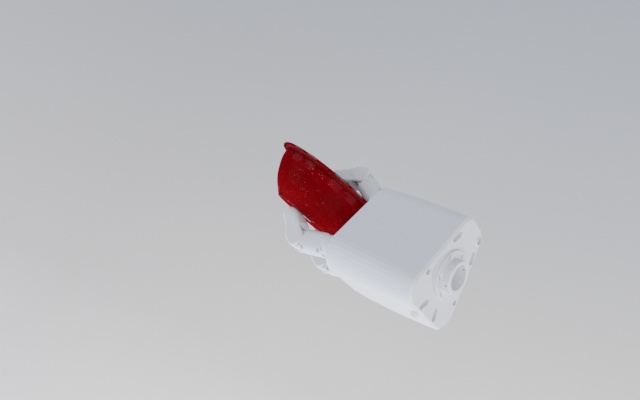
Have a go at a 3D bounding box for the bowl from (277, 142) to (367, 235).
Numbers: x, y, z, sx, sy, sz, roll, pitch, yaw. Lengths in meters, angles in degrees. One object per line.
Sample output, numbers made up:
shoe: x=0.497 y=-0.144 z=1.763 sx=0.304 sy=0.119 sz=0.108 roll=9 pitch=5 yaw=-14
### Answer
bowl: x=-0.001 y=0.002 z=0.585 sx=0.162 sy=0.055 sz=0.162 roll=40 pitch=-5 yaw=4
